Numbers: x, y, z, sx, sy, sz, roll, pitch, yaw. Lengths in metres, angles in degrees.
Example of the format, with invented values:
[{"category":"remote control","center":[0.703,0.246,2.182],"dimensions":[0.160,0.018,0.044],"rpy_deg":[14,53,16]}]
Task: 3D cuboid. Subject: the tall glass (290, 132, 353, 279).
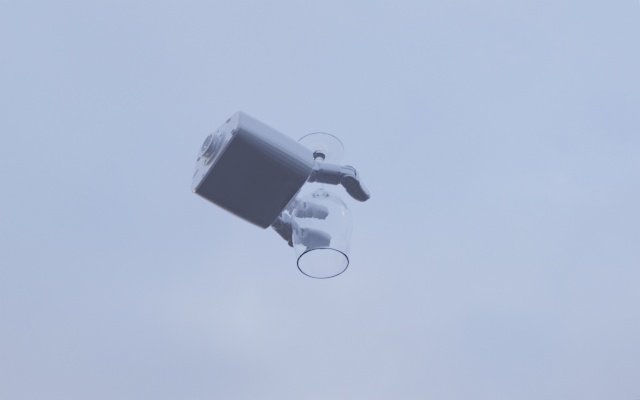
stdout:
[{"category":"tall glass","center":[0.000,0.002,0.627],"dimensions":[0.079,0.200,0.079],"rpy_deg":[-1,-43,-1]}]
